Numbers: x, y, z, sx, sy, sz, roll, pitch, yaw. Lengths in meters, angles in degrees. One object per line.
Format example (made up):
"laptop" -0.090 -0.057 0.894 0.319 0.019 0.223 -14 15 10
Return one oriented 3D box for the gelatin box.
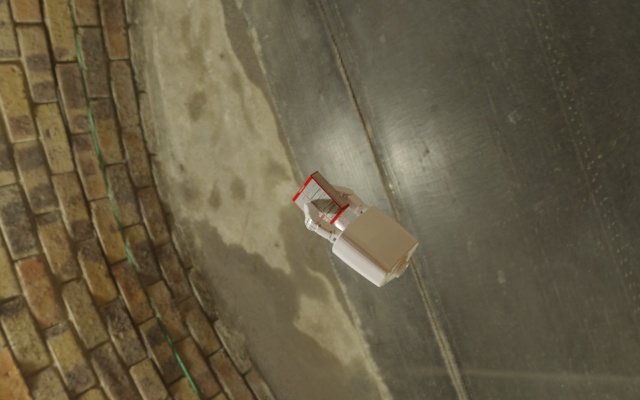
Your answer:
"gelatin box" 0.000 0.003 0.879 0.030 0.089 0.073 -34 -14 -50
